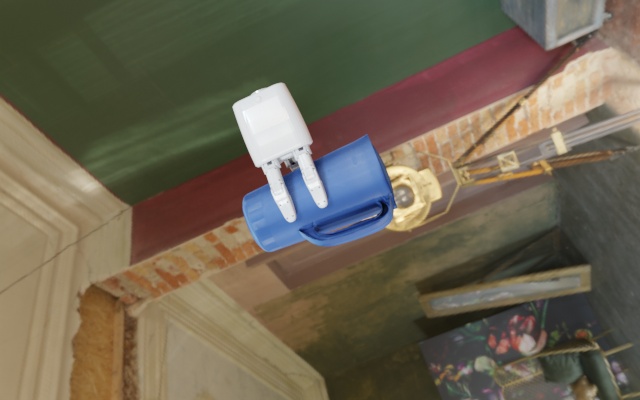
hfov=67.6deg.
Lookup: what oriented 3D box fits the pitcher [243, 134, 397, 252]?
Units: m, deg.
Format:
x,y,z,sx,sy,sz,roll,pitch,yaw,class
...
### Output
x,y,z,sx,sy,sz,roll,pitch,yaw,class
0.000,0.002,0.796,0.243,0.145,0.149,-23,3,7,pitcher
